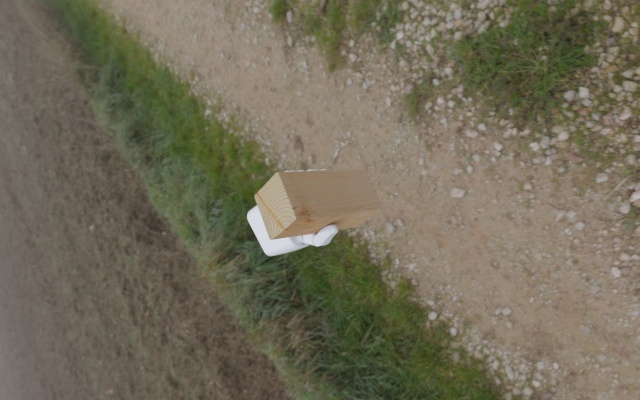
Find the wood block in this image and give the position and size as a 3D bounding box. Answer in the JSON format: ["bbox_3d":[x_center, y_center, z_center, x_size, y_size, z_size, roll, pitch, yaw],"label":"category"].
[{"bbox_3d":[0.000,0.003,0.866,0.206,0.090,0.090,-6,-23,-40],"label":"wood block"}]
